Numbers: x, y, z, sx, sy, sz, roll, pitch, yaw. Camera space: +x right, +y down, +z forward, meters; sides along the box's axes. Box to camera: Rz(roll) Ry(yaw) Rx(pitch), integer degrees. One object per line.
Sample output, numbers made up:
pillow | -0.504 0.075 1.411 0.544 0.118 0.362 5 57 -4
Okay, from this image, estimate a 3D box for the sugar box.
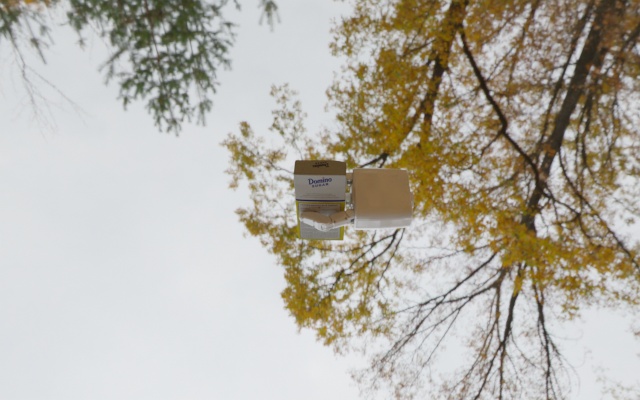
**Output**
sugar box | 0.000 0.003 0.887 0.093 0.176 0.048 2 43 1
